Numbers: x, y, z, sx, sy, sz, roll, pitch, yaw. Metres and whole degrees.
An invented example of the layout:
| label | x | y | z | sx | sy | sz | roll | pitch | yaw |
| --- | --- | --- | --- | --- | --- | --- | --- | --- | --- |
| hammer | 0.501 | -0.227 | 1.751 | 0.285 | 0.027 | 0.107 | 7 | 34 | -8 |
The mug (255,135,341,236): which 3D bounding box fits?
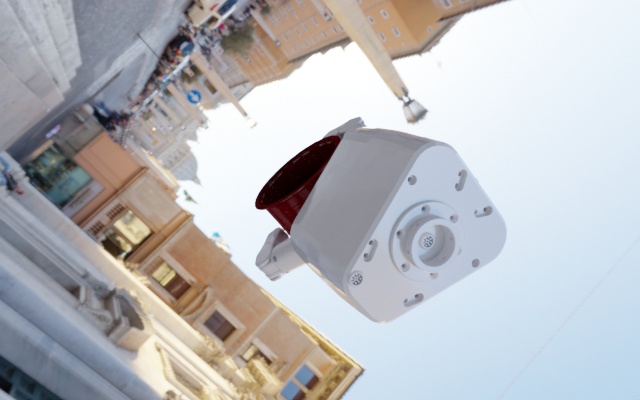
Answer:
| label | x | y | z | sx | sy | sz | roll | pitch | yaw |
| --- | --- | --- | --- | --- | --- | --- | --- | --- | --- |
| mug | 0.000 | 0.001 | 0.431 | 0.093 | 0.081 | 0.117 | -42 | 20 | -6 |
